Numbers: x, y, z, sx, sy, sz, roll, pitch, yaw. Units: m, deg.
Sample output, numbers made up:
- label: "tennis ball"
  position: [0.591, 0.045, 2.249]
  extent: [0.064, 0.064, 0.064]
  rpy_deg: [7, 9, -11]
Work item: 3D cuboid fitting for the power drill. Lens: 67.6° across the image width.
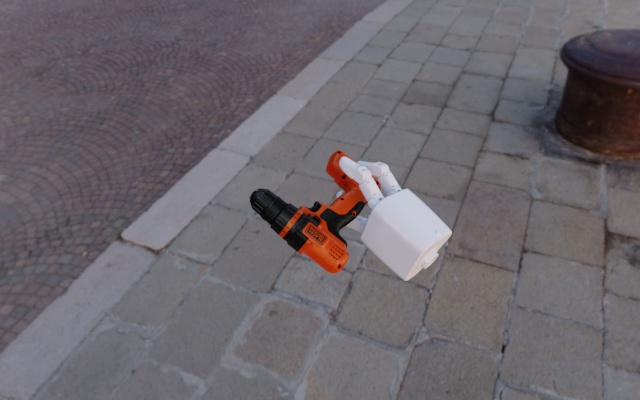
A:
- label: "power drill"
  position: [0.001, 0.002, 0.788]
  extent: [0.184, 0.187, 0.057]
  rpy_deg: [40, -31, -1]
